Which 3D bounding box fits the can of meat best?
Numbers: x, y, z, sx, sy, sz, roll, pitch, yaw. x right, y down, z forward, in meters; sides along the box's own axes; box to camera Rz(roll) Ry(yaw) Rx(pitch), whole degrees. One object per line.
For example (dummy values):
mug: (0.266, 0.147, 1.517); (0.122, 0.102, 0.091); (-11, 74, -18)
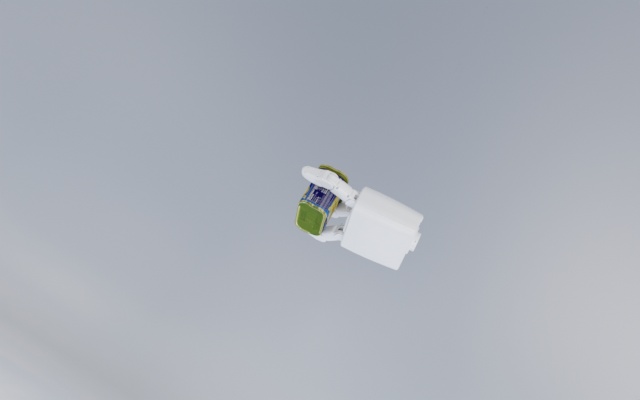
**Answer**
can of meat: (0.000, 0.003, 0.814); (0.057, 0.084, 0.102); (26, -30, 7)
